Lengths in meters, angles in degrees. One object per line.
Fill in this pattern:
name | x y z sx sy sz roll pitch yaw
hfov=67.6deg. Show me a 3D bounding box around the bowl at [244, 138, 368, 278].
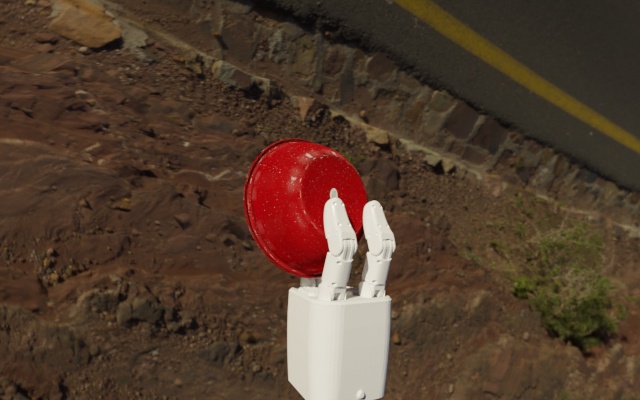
bowl | 0.000 0.000 0.521 0.162 0.162 0.055 0 -13 -38
